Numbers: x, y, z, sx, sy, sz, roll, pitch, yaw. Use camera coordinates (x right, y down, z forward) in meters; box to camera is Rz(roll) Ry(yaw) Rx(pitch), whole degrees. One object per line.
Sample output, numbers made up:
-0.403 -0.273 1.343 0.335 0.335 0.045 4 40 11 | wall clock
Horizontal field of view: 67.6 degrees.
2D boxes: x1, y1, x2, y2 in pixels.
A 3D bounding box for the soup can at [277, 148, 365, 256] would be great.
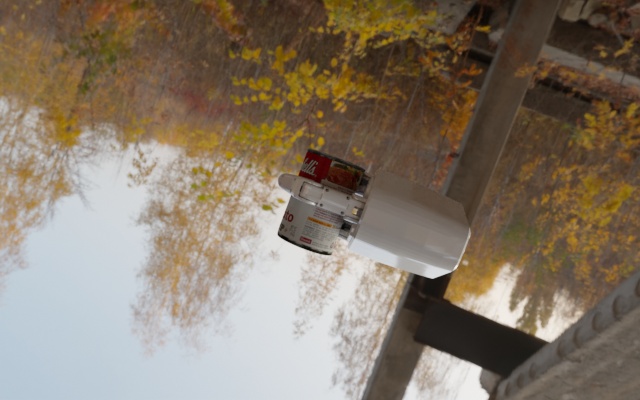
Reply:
0.000 0.002 0.528 0.068 0.102 0.068 21 3 -1 | soup can
